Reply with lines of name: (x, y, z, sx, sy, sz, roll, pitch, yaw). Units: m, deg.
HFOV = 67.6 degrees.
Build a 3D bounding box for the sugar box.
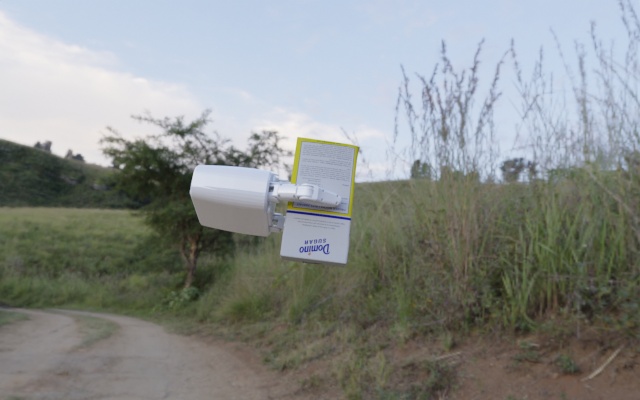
sugar box: (0.000, 0.002, 0.683, 0.093, 0.176, 0.048, 8, -14, 0)
